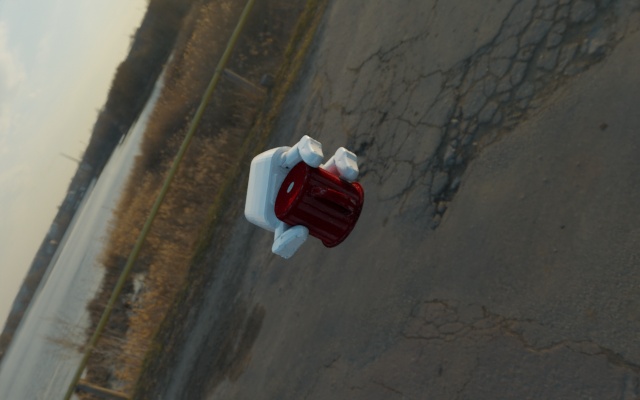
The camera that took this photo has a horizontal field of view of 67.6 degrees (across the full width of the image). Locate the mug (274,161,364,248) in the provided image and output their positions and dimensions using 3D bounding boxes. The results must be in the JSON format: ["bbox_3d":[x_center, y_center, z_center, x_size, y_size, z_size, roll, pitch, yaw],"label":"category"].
[{"bbox_3d":[0.001,0.002,0.589,0.081,0.093,0.117,27,-11,-23],"label":"mug"}]
